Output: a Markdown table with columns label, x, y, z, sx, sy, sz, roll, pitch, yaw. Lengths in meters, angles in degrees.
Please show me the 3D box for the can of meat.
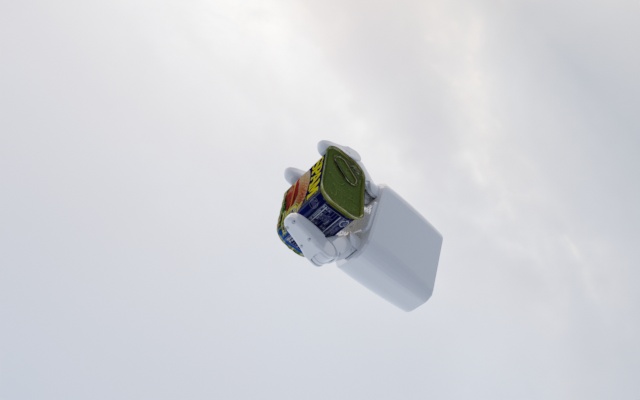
| label | x | y | z | sx | sy | sz | roll | pitch | yaw |
| --- | --- | --- | --- | --- | --- | --- | --- | --- | --- |
| can of meat | 0.000 | 0.002 | 0.526 | 0.057 | 0.102 | 0.084 | 36 | -58 | -19 |
